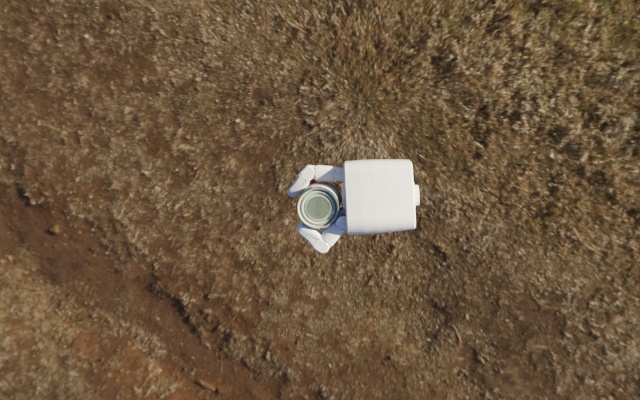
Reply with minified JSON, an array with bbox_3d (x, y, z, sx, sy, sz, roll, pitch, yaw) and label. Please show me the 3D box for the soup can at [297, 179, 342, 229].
[{"bbox_3d":[0.000,0.002,0.776,0.068,0.068,0.102,0,12,5],"label":"soup can"}]
